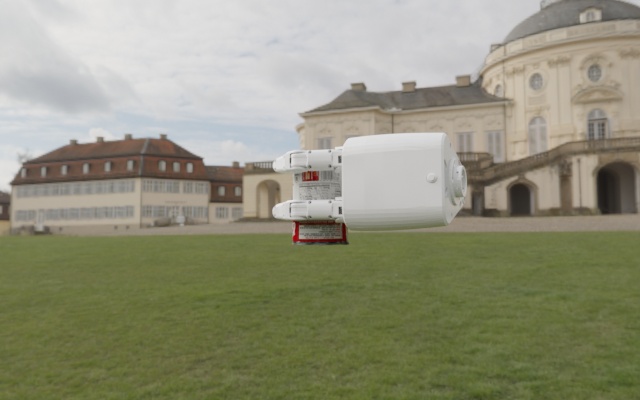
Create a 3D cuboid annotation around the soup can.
[{"bbox_3d":[0.000,0.002,0.571,0.068,0.102,0.068,0,-3,0],"label":"soup can"}]
